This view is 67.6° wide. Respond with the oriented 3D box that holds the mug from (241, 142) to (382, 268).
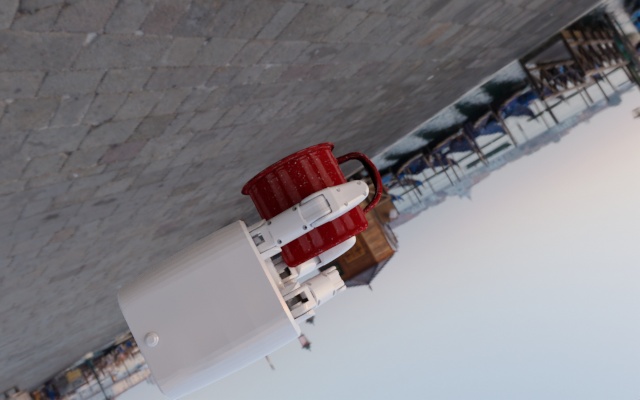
[{"bbox_3d":[0.001,0.001,0.425,0.117,0.081,0.093,-27,-6,-7],"label":"mug"}]
